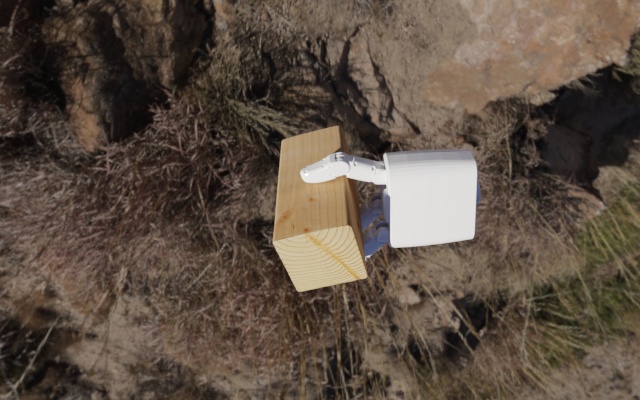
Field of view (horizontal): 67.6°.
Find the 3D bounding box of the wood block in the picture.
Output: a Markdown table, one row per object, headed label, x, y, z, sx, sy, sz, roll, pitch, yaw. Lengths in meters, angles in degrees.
| label | x | y | z | sx | sy | sz | roll | pitch | yaw |
| --- | --- | --- | --- | --- | --- | --- | --- | --- | --- |
| wood block | 0.000 | 0.002 | 0.617 | 0.090 | 0.091 | 0.206 | -13 | 38 | 9 |
